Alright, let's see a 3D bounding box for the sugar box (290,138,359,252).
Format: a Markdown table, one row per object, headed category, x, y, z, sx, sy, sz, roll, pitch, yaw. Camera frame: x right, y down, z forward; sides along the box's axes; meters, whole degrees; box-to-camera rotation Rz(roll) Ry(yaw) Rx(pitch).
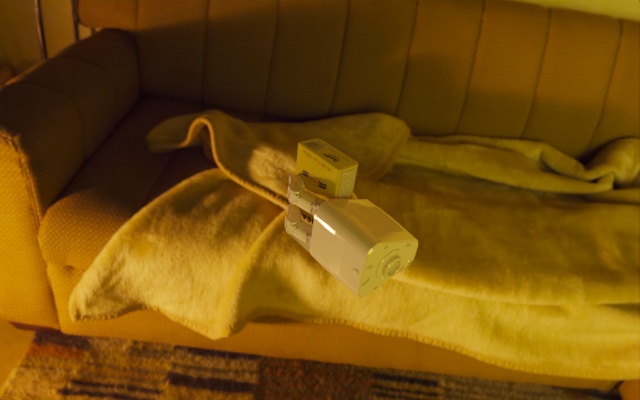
| category | x | y | z | sx | sy | sz | roll | pitch | yaw |
| --- | --- | --- | --- | --- | --- | --- | --- | --- | --- |
| sugar box | 0.000 | 0.003 | 0.733 | 0.048 | 0.176 | 0.093 | -19 | 42 | -37 |
